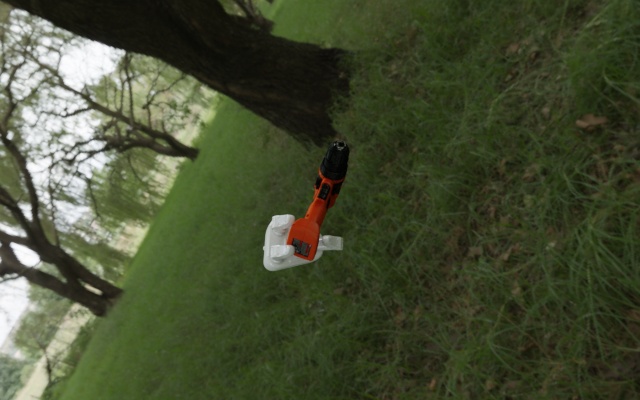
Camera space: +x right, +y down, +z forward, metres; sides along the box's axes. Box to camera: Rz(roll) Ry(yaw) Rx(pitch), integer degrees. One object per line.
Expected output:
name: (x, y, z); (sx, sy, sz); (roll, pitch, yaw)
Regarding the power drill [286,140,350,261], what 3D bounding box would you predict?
power drill: (0.000, 0.003, 0.878); (0.057, 0.187, 0.185); (21, -36, 6)
